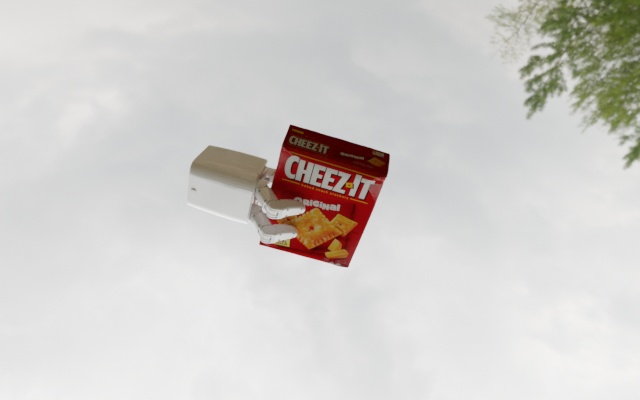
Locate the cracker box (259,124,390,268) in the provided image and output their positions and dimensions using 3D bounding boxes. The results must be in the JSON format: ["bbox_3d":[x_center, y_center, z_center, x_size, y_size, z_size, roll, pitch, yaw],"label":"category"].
[{"bbox_3d":[0.000,0.003,0.778,0.164,0.214,0.072,16,40,-3],"label":"cracker box"}]
